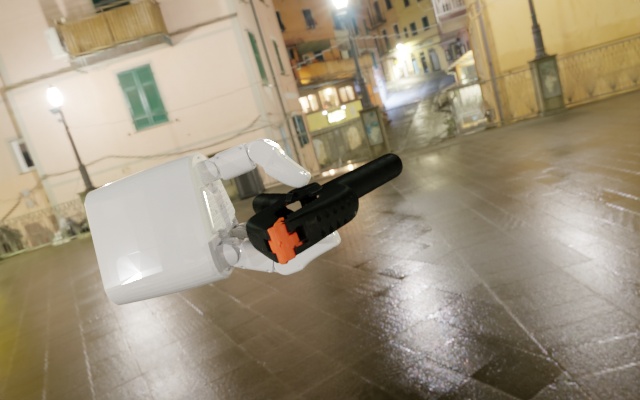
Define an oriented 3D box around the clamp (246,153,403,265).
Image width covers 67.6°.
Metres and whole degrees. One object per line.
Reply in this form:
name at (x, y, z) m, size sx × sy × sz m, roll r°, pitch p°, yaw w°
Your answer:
clamp at (0.000, 0.001, 0.417) m, size 0.164 × 0.036 × 0.210 m, roll -19°, pitch 10°, yaw 7°
